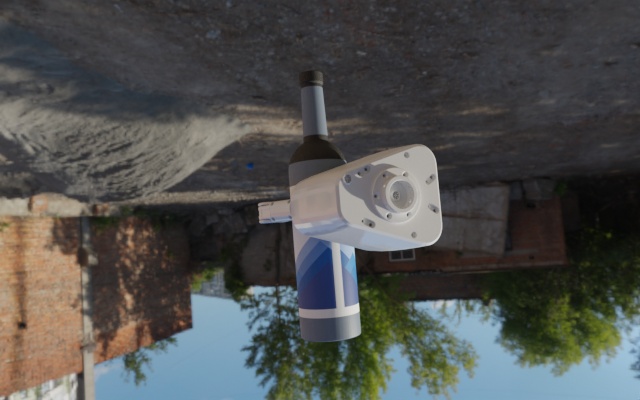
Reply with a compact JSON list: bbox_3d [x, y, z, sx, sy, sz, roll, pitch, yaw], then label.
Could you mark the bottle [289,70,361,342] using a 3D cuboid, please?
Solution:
[{"bbox_3d":[0.000,0.002,0.536,0.069,0.295,0.069,-4,-4,0],"label":"bottle"}]
